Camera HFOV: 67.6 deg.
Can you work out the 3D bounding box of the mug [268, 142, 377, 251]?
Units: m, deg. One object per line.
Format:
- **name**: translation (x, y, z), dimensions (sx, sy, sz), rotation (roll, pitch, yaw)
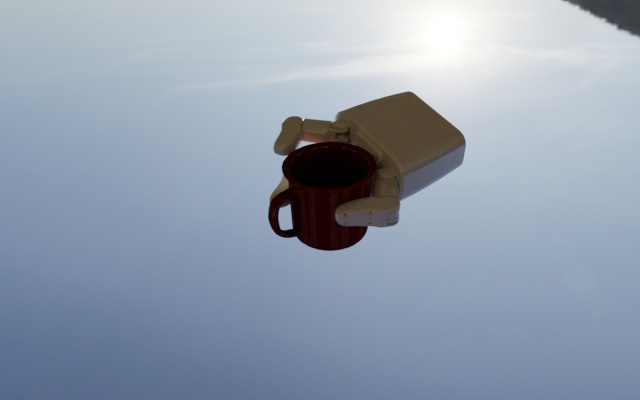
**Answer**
- **mug**: translation (-0.001, 0.002, 0.484), dimensions (0.117, 0.082, 0.093), rotation (-25, 42, -29)
